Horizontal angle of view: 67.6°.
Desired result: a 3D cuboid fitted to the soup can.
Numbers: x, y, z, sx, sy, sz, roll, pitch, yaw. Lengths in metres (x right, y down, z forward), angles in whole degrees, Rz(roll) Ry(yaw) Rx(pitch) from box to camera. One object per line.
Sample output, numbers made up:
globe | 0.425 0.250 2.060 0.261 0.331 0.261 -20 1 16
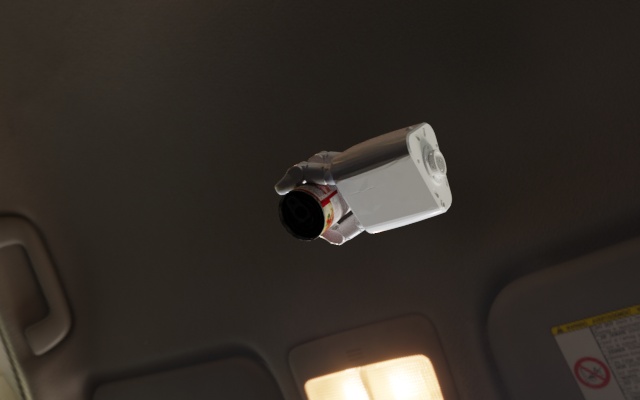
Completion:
soup can | 0.000 0.002 0.634 0.068 0.068 0.102 0 20 31
